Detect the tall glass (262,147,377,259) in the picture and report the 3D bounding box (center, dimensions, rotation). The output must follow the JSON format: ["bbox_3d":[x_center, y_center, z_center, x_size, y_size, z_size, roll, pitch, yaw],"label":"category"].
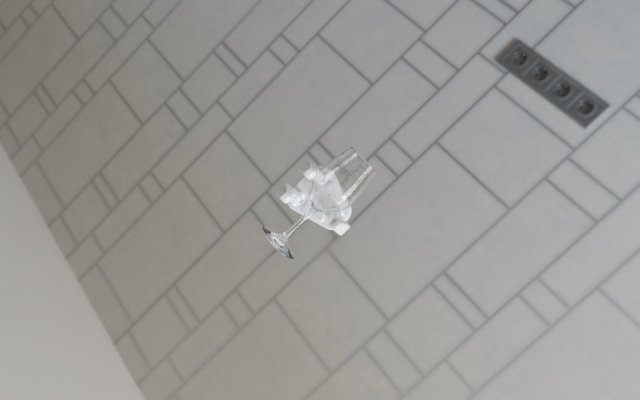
[{"bbox_3d":[0.000,0.003,0.790,0.201,0.079,0.079,-44,-6,6],"label":"tall glass"}]
